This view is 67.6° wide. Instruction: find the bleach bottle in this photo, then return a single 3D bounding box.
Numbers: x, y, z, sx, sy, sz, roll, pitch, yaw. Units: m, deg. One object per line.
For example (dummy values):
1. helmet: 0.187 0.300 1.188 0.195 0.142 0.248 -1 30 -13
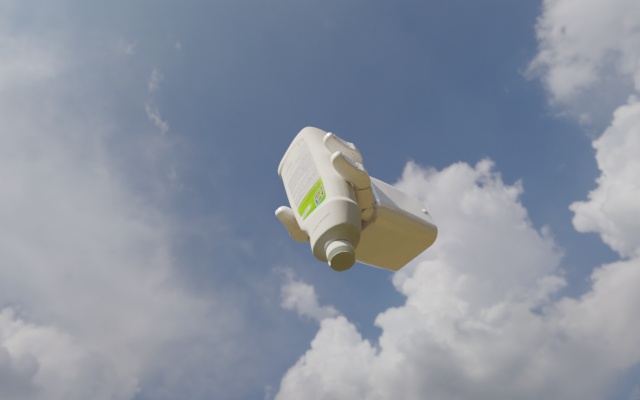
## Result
1. bleach bottle: 0.000 0.002 0.618 0.068 0.103 0.250 20 28 -23
